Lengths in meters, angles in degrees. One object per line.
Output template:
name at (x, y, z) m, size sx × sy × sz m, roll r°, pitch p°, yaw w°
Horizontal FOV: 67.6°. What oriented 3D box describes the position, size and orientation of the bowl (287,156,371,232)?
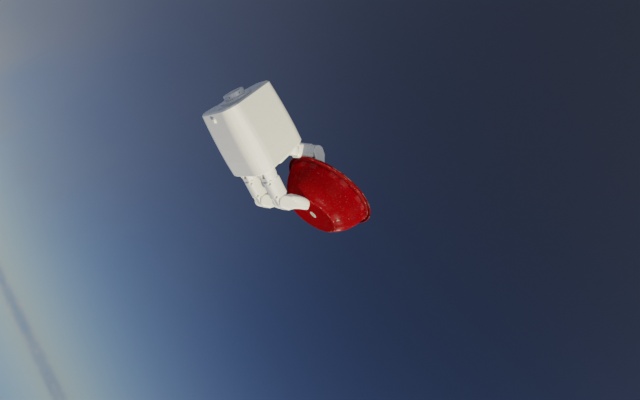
bowl at (0.001, 0.004, 0.787) m, size 0.162 × 0.055 × 0.162 m, roll 30°, pitch -23°, yaw 14°
